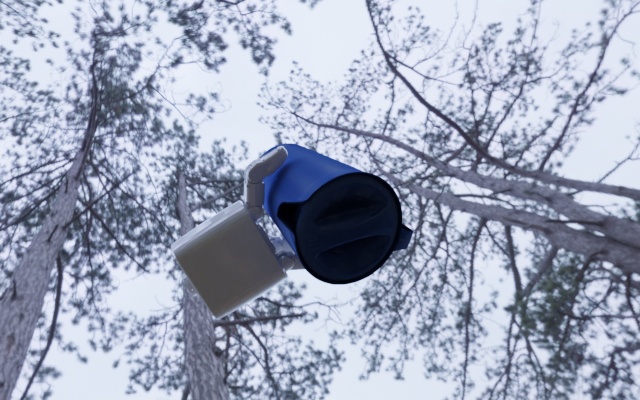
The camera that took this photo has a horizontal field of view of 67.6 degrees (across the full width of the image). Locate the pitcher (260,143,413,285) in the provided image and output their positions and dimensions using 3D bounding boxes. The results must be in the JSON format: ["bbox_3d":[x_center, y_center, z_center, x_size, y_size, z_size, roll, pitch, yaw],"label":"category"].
[{"bbox_3d":[0.000,0.002,0.631,0.145,0.149,0.242,-32,27,-10],"label":"pitcher"}]
